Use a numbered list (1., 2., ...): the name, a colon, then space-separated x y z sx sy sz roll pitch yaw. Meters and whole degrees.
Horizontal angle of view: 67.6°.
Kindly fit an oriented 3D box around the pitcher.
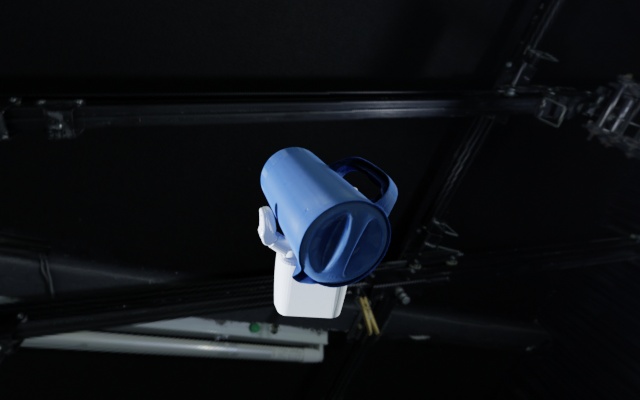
1. pitcher: 0.000 0.003 0.717 0.149 0.145 0.242 -5 29 -22
